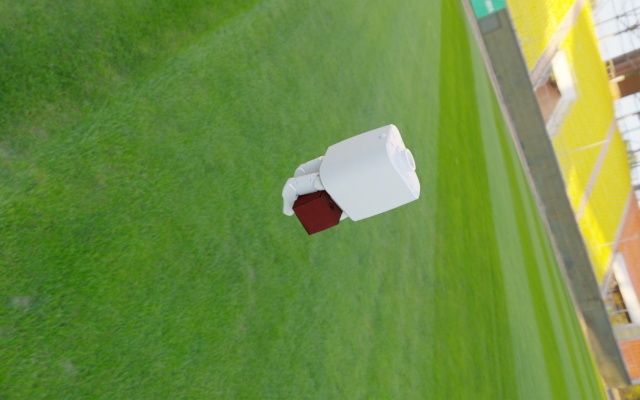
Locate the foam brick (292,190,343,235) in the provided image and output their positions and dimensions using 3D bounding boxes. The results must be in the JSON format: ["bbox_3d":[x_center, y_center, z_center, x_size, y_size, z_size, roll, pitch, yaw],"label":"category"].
[{"bbox_3d":[0.000,0.003,0.708,0.051,0.053,0.078,-20,27,26],"label":"foam brick"}]
